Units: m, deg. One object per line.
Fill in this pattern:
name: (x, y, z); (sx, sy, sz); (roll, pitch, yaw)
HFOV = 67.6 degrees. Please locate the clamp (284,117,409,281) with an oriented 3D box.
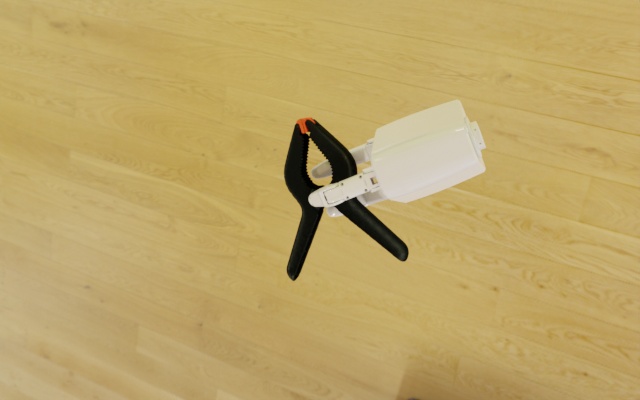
clamp: (0.000, 0.002, 0.604); (0.164, 0.210, 0.036); (-21, 6, 20)
